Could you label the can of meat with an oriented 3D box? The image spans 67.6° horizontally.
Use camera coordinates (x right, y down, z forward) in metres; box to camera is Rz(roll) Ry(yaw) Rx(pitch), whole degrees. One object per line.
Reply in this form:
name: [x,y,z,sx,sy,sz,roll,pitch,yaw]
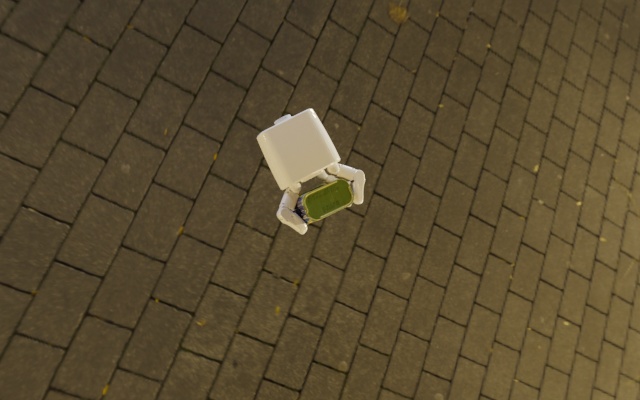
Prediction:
can of meat: [0.000,0.003,0.859,0.102,0.057,0.084,-25,2,-22]
